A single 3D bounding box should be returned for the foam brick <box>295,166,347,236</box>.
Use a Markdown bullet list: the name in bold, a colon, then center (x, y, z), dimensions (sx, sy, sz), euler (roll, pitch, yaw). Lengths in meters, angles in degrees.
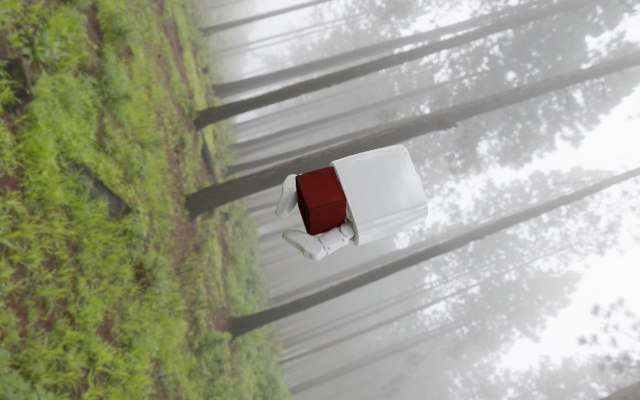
- **foam brick**: center (0.000, 0.002, 0.611), dimensions (0.051, 0.053, 0.078), euler (-16, -28, -8)
